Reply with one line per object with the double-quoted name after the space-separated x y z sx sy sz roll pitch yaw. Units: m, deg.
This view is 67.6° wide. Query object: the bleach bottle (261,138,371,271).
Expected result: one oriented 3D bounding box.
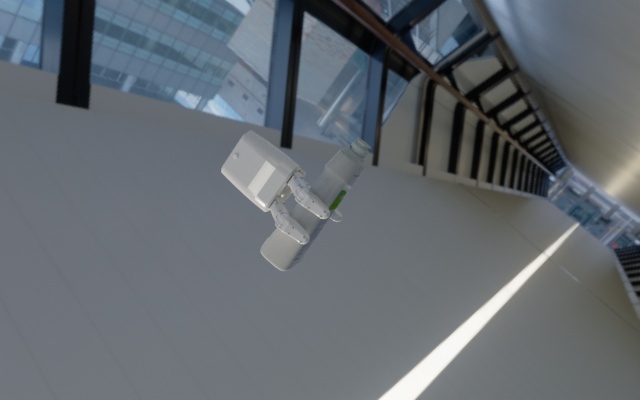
0.000 0.003 0.804 0.068 0.251 0.102 39 18 8 "bleach bottle"
